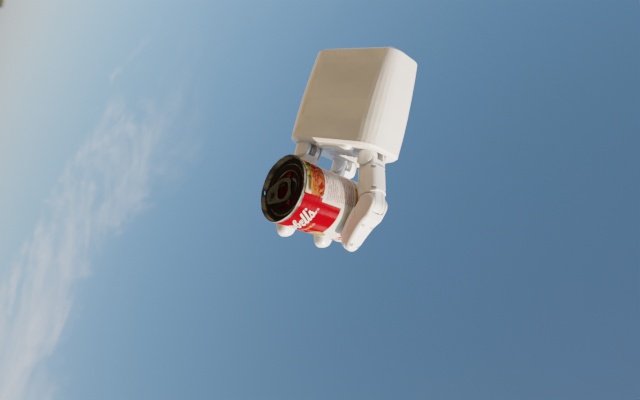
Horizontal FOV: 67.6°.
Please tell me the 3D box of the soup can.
[{"bbox_3d":[0.000,0.002,0.486,0.102,0.068,0.068,20,-13,-38],"label":"soup can"}]
